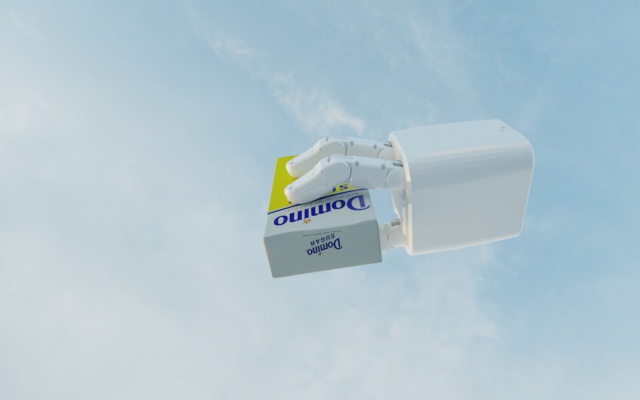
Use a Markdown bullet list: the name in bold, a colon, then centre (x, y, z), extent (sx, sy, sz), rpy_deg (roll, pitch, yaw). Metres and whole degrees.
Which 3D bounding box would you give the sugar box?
- **sugar box**: centre (0.000, 0.001, 0.452), extent (0.093, 0.048, 0.176), rpy_deg (-9, 23, 2)
